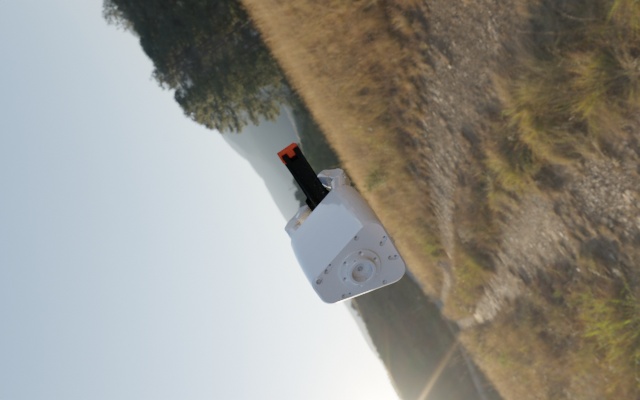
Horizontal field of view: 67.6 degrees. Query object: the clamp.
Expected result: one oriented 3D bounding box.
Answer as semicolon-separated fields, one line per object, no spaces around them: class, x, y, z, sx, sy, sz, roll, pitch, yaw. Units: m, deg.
clamp;-0.001;0.002;0.687;0.036;0.210;0.164;-35;27;-3
